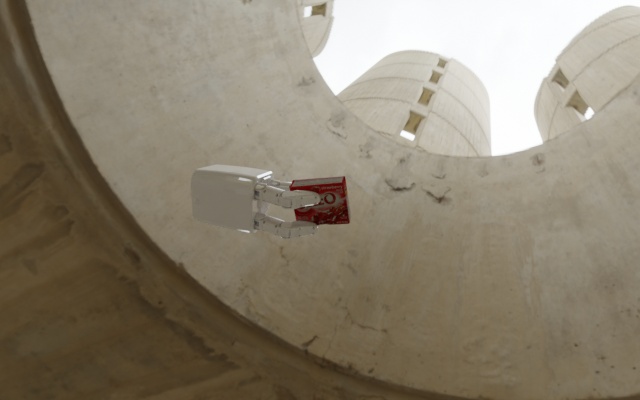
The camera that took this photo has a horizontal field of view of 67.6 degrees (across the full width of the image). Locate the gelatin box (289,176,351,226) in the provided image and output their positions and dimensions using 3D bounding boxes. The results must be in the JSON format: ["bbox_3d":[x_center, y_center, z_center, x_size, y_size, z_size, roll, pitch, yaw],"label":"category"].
[{"bbox_3d":[0.001,0.002,0.761,0.089,0.073,0.030,-4,26,12],"label":"gelatin box"}]
